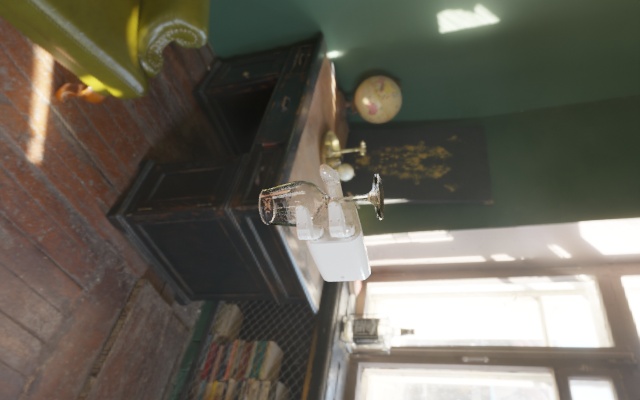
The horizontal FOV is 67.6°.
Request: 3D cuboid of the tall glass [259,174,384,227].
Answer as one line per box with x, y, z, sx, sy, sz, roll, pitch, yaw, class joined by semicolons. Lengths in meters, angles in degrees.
0.001;0.002;0.795;0.201;0.079;0.079;-5;-2;18;tall glass
